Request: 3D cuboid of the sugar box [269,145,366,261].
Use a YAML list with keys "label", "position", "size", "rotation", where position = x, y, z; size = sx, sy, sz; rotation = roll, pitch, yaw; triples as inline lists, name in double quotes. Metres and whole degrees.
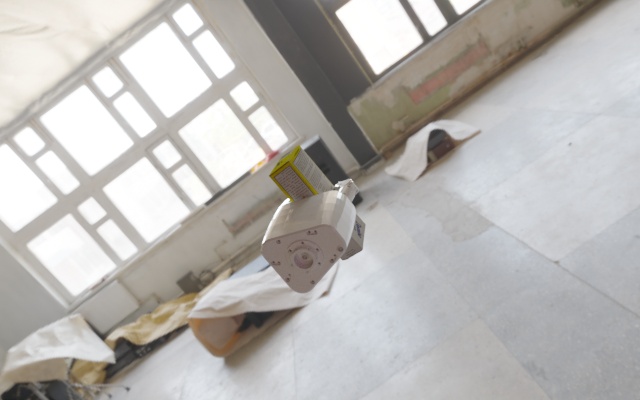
- label: "sugar box"
  position: [0.000, 0.003, 0.741]
  size: [0.048, 0.176, 0.093]
  rotation: [-33, 14, 20]
